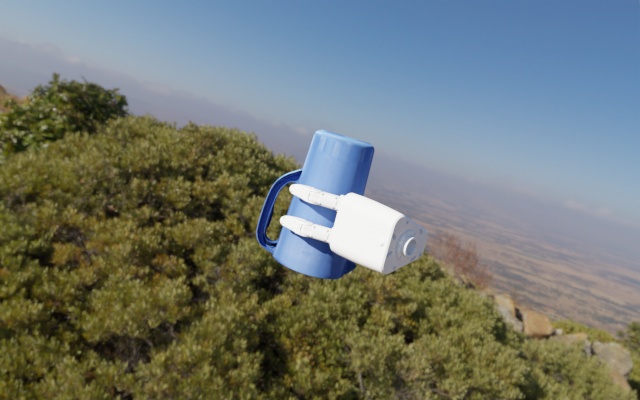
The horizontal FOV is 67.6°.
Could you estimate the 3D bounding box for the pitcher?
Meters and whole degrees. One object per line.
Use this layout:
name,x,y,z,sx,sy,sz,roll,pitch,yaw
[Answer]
pitcher,0.000,0.003,0.835,0.145,0.243,0.149,23,10,42
